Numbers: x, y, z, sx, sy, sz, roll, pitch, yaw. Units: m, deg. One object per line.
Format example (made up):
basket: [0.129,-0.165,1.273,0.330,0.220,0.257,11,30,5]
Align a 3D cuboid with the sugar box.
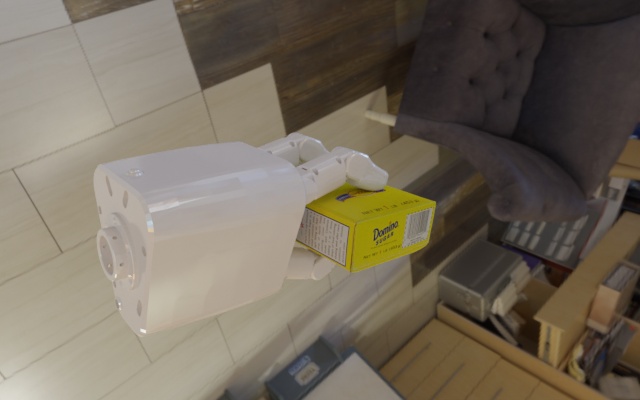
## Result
sugar box: [0.000,0.001,0.415,0.093,0.048,0.176,-11,26,-40]
